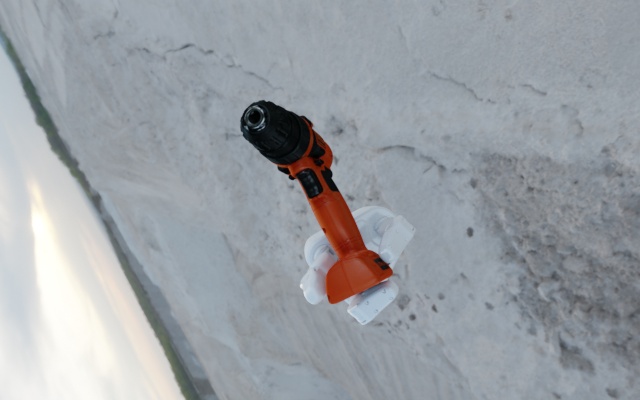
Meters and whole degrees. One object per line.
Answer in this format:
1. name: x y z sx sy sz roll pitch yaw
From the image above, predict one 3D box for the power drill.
1. power drill: 0.000 0.002 0.460 0.057 0.187 0.184 -27 -12 13
